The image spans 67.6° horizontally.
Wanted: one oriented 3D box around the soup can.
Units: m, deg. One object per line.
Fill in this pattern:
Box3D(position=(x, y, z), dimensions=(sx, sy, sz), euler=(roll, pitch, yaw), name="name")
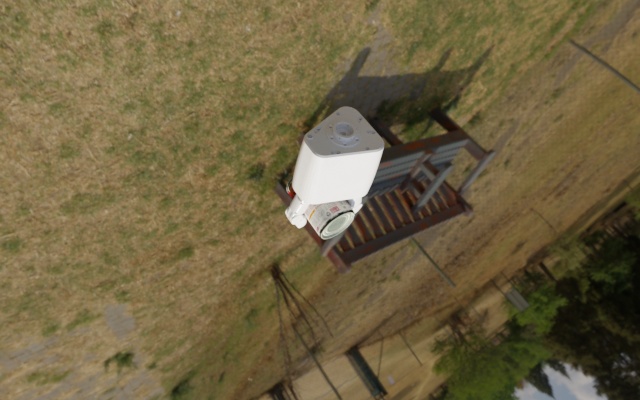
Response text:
Box3D(position=(0.000, 0.003, 0.766), dimensions=(0.068, 0.102, 0.068), euler=(-30, -25, -15), name="soup can")
